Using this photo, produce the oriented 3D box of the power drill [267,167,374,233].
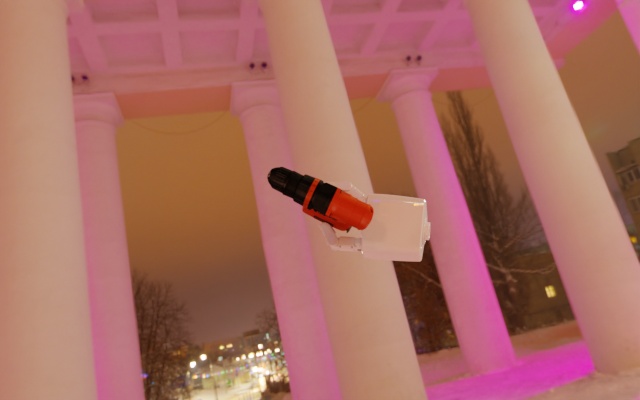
[{"bbox_3d":[0.000,0.003,0.846,0.184,0.057,0.187,26,-4,4],"label":"power drill"}]
